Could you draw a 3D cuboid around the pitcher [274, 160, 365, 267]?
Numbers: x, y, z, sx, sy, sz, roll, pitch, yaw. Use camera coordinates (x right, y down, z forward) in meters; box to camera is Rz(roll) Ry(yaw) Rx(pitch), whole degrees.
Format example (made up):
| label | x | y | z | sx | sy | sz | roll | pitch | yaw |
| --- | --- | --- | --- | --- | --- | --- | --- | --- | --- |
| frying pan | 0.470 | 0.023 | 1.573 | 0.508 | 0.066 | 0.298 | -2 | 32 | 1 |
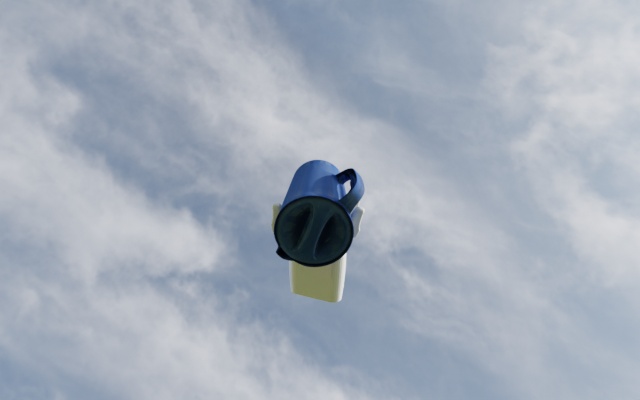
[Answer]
| label | x | y | z | sx | sy | sz | roll | pitch | yaw |
| --- | --- | --- | --- | --- | --- | --- | --- | --- | --- |
| pitcher | 0.000 | 0.003 | 0.892 | 0.149 | 0.145 | 0.242 | 2 | 23 | 1 |
